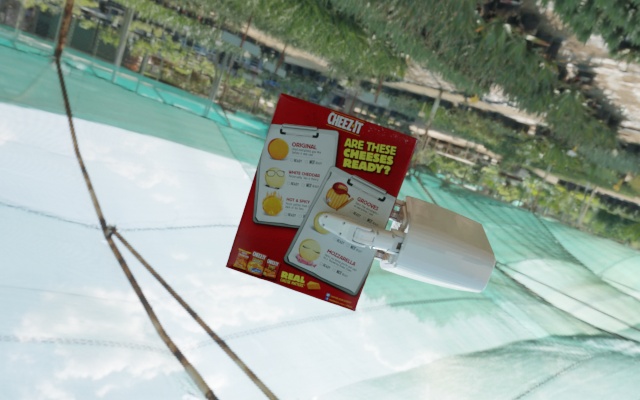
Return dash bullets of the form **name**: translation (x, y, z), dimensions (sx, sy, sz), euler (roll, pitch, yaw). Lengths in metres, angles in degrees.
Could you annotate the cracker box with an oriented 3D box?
- **cracker box**: translation (0.000, 0.002, 0.571), dimensions (0.164, 0.214, 0.072), euler (19, 8, 0)
